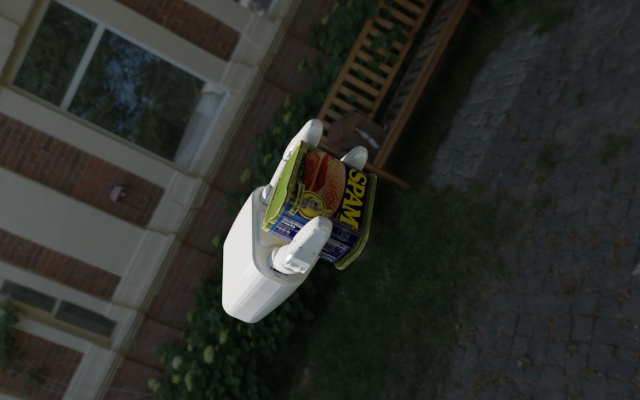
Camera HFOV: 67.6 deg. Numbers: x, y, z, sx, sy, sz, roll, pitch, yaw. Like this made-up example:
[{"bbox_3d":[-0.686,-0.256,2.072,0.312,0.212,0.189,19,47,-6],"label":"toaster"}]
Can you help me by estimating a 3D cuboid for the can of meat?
[{"bbox_3d":[0.000,0.001,0.452,0.084,0.102,0.057,26,-42,-14],"label":"can of meat"}]
